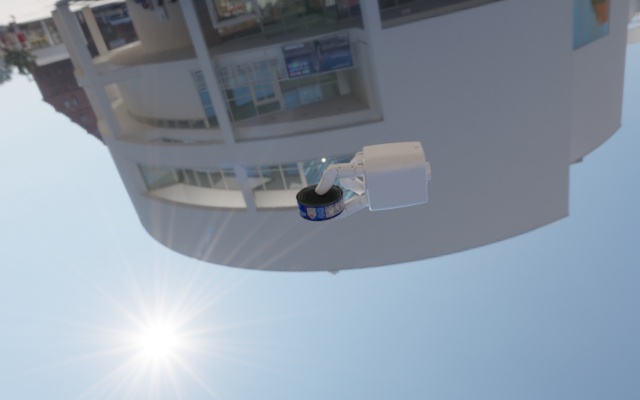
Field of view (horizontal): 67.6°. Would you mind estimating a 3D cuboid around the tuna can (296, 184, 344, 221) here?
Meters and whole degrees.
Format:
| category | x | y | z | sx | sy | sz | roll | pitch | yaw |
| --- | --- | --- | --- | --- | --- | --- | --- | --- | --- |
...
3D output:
| category | x | y | z | sx | sy | sz | roll | pitch | yaw |
| --- | --- | --- | --- | --- | --- | --- | --- | --- | --- |
| tuna can | 0.000 | 0.003 | 0.862 | 0.086 | 0.034 | 0.086 | -6 | 27 | 3 |
